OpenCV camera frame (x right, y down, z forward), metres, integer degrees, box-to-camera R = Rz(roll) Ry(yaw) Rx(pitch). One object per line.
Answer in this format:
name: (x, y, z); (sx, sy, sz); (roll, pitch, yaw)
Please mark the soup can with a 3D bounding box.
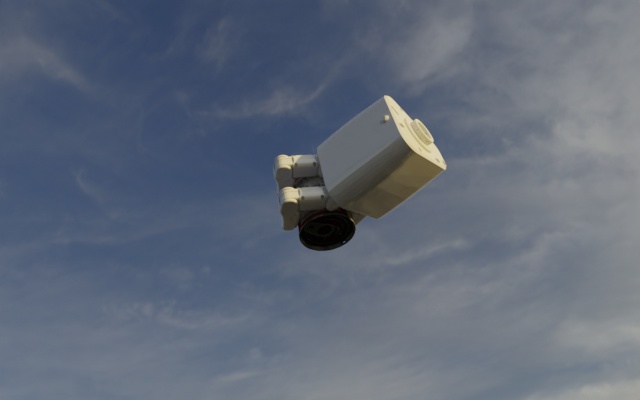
soup can: (0.000, 0.002, 0.594); (0.068, 0.102, 0.069); (-7, -42, -6)
